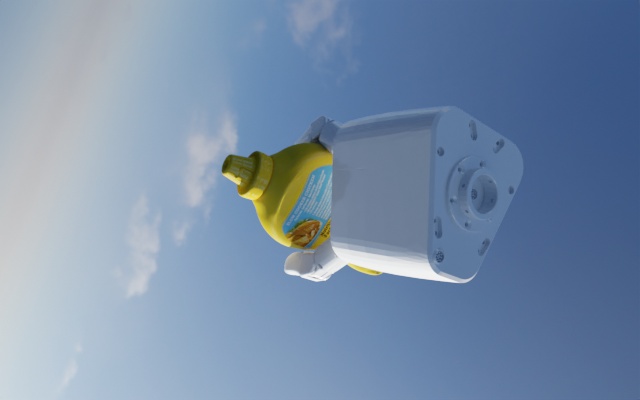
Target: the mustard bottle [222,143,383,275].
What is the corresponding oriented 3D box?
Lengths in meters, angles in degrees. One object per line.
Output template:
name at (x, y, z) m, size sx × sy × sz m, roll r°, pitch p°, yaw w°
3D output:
mustard bottle at (0.000, 0.001, 0.437) m, size 0.192 × 0.096 × 0.058 m, roll 22°, pitch 15°, yaw -30°
